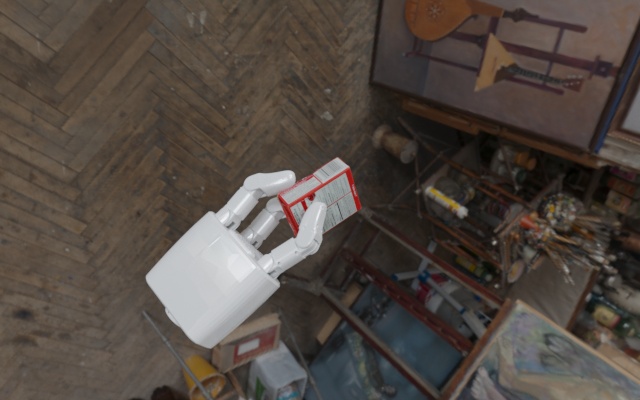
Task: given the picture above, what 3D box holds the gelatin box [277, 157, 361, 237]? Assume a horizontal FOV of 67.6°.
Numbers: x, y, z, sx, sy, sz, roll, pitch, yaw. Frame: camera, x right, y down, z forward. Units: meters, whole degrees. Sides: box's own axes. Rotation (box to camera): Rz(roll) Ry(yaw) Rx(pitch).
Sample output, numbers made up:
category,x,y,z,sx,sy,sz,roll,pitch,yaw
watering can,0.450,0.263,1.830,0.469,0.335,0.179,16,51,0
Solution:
category,x,y,z,sx,sy,sz,roll,pitch,yaw
gelatin box,0.001,0.002,0.567,0.089,0.073,0.030,-33,46,-12
